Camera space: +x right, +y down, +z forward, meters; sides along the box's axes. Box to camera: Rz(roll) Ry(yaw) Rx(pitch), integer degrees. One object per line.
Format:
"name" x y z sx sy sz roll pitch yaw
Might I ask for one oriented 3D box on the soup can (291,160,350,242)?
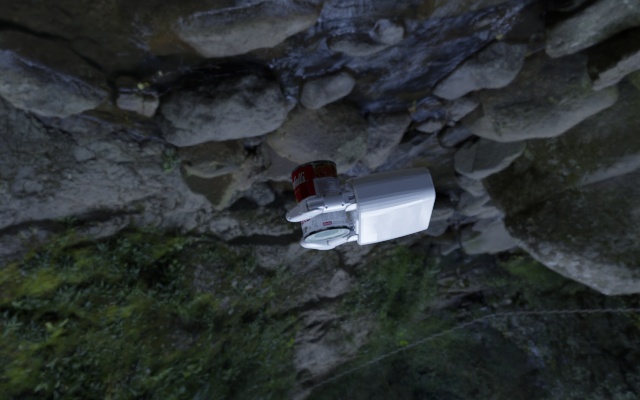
"soup can" 0.000 0.003 0.684 0.068 0.102 0.068 -11 -17 -3
